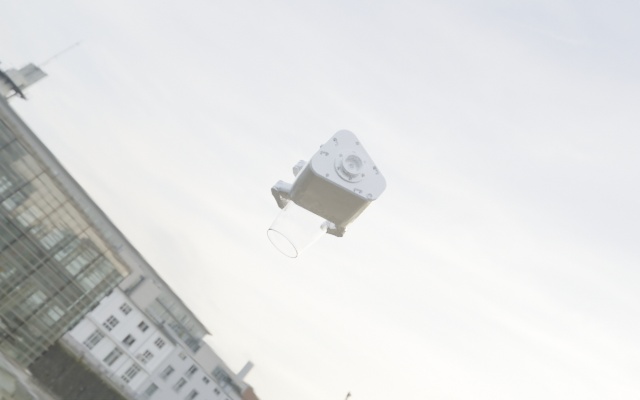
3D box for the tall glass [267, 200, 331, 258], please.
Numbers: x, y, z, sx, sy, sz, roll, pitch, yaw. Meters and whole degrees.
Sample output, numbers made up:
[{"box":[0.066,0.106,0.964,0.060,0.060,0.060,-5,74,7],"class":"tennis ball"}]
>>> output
[{"box":[0.001,0.002,0.782,0.079,0.079,0.201,0,41,53],"class":"tall glass"}]
